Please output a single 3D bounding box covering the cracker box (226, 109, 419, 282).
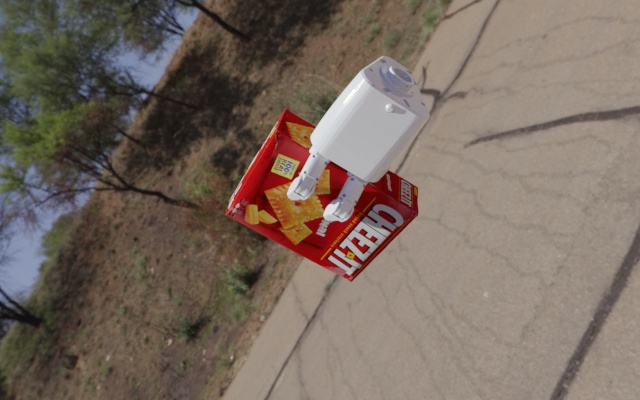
[{"bbox_3d":[0.000,0.002,0.656,0.214,0.164,0.072,30,36,-12],"label":"cracker box"}]
